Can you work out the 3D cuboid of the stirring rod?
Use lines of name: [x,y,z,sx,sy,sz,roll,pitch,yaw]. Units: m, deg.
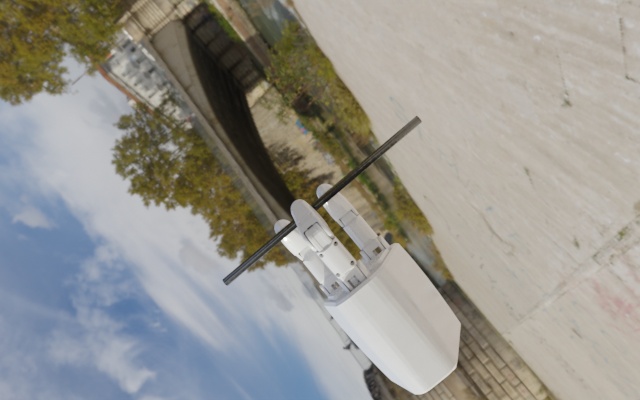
stirring rod: [0.000,0.001,0.452,0.239,0.011,0.011,-40,-3,4]
